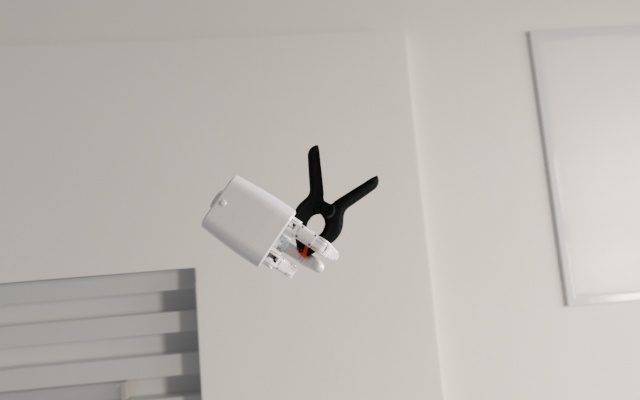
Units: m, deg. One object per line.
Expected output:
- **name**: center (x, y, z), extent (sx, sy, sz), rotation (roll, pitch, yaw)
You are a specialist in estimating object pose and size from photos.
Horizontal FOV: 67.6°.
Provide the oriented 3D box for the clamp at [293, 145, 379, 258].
- **clamp**: center (0.000, 0.003, 0.743), extent (0.120, 0.171, 0.039), rotation (34, -8, -1)
